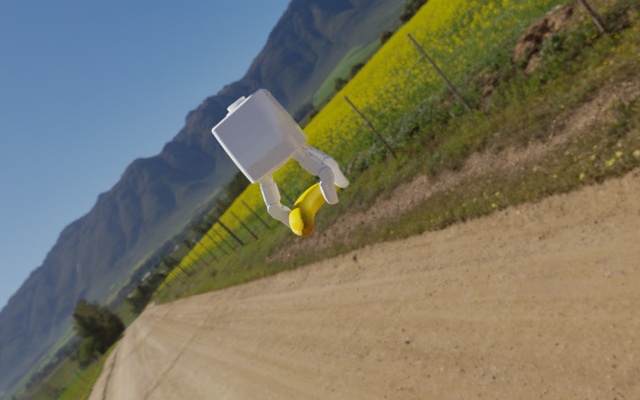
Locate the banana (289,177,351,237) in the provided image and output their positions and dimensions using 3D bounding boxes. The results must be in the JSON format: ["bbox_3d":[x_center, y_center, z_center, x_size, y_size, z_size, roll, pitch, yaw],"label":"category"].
[{"bbox_3d":[-0.013,0.008,0.763,0.070,0.037,0.197,-27,14,31],"label":"banana"}]
